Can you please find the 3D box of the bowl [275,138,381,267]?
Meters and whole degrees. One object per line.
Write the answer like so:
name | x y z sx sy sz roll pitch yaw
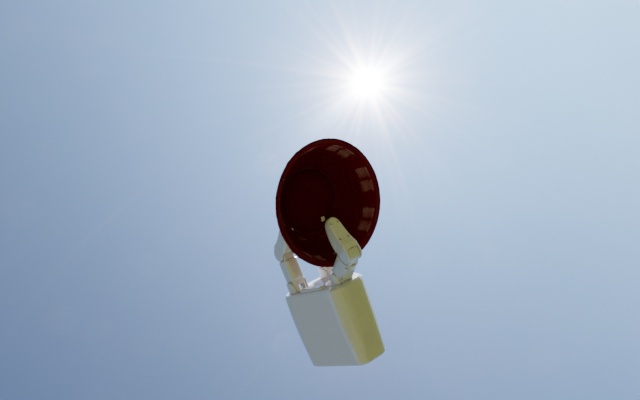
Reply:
bowl | 0.000 0.001 0.618 0.162 0.162 0.055 0 3 -35
